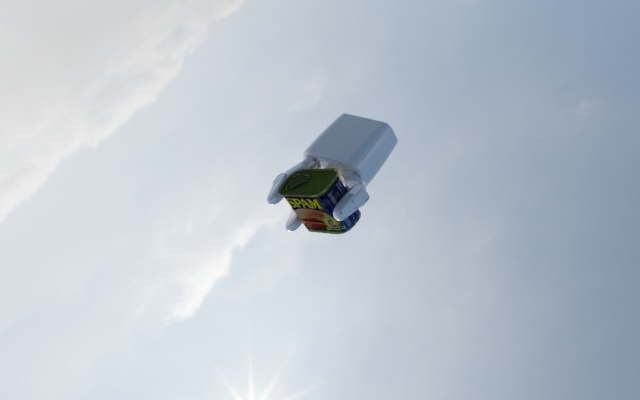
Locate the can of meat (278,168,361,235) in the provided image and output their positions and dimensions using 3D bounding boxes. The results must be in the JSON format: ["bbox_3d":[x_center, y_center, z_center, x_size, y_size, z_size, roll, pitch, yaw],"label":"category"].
[{"bbox_3d":[0.000,0.003,0.709,0.102,0.084,0.057,3,46,46],"label":"can of meat"}]
